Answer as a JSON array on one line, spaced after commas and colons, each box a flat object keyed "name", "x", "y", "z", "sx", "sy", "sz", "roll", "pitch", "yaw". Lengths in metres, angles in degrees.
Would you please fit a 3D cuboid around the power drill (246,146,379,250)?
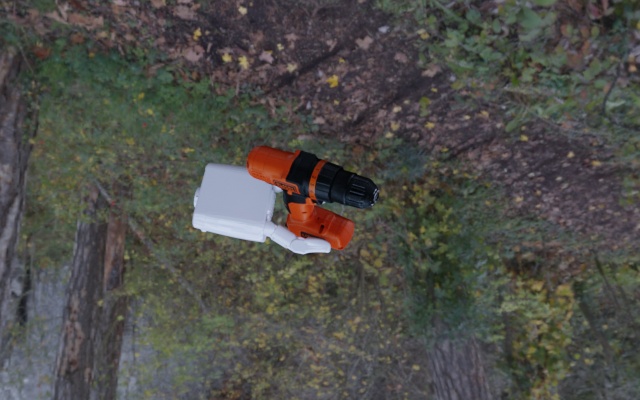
[{"name": "power drill", "x": 0.000, "y": 0.002, "z": 0.676, "sx": 0.184, "sy": 0.057, "sz": 0.188, "roll": 20, "pitch": -25, "yaw": 21}]
